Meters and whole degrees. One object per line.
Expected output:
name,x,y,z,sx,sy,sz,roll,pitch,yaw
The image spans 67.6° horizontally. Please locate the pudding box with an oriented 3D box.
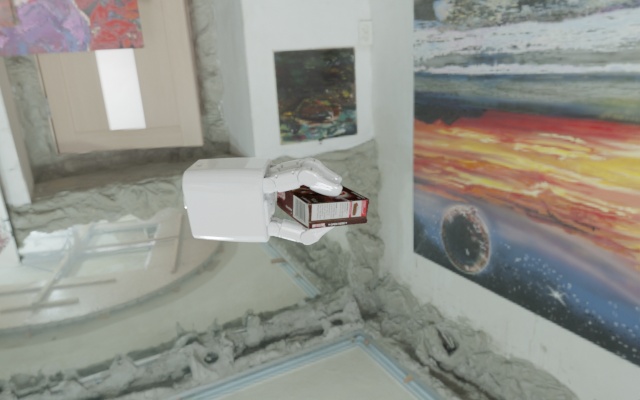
pudding box,0.000,0.002,0.654,0.090,0.039,0.113,-5,20,-25
